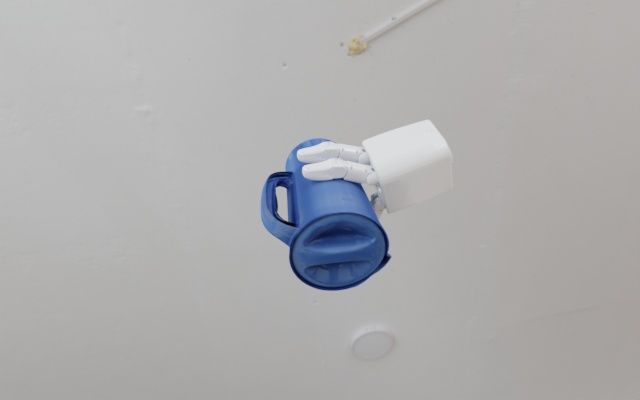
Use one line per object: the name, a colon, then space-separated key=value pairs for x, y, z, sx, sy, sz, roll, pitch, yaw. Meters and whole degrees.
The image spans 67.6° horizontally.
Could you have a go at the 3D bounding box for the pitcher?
pitcher: x=0.000 y=0.002 z=0.710 sx=0.145 sy=0.149 sz=0.242 roll=-21 pitch=35 yaw=5
